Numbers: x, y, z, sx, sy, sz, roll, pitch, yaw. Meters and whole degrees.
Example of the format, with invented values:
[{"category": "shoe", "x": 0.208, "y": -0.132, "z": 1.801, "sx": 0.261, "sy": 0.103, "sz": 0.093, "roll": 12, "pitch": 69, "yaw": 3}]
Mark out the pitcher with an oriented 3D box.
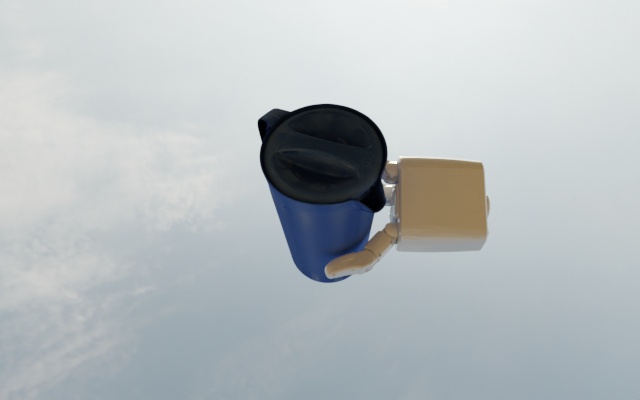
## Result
[{"category": "pitcher", "x": 0.000, "y": 0.002, "z": 0.594, "sx": 0.145, "sy": 0.149, "sz": 0.243, "roll": -1, "pitch": -32, "yaw": 1}]
